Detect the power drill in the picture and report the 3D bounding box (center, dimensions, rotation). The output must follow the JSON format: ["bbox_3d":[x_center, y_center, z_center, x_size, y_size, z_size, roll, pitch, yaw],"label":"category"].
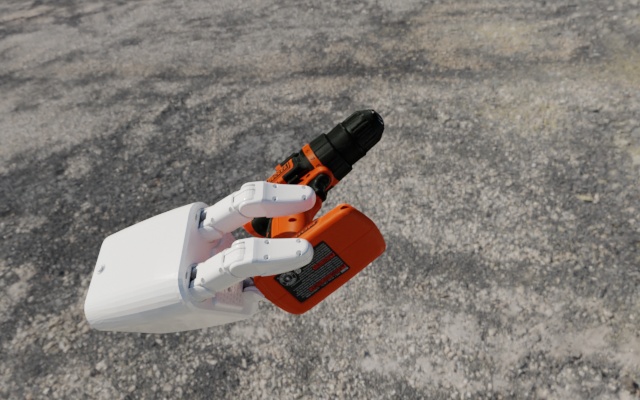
[{"bbox_3d":[0.000,0.002,0.441,0.184,0.057,0.187,-41,23,12],"label":"power drill"}]
